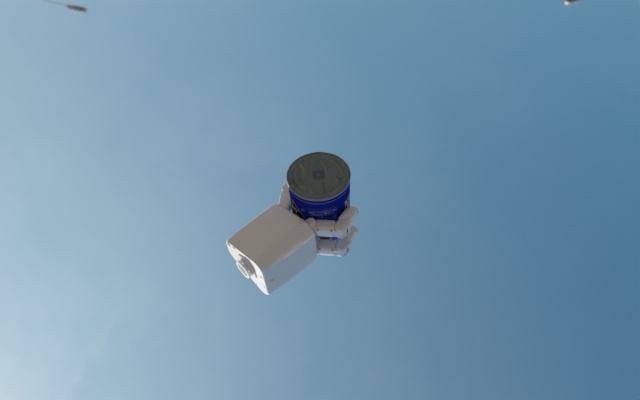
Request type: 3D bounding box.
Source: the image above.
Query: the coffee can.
[{"bbox_3d":[0.000,0.002,0.811,0.103,0.102,0.140,0,-40,4],"label":"coffee can"}]
